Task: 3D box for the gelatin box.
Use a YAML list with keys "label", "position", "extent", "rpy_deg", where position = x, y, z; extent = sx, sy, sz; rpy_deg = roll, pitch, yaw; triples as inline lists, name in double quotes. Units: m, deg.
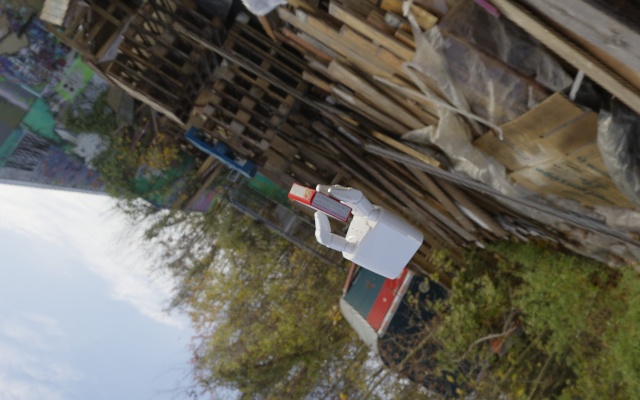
- label: "gelatin box"
  position: [0.000, 0.003, 0.823]
  extent: [0.089, 0.030, 0.073]
  rpy_deg: [25, -2, -36]
